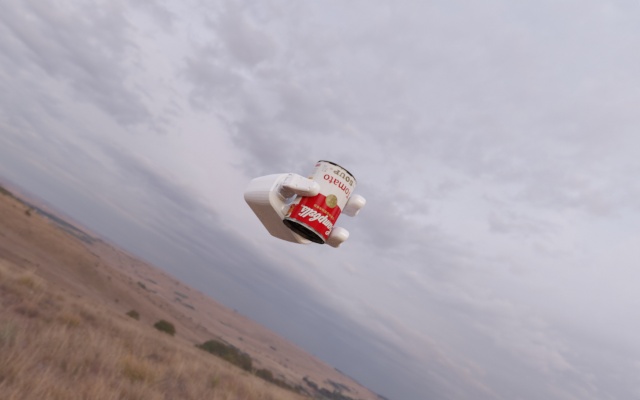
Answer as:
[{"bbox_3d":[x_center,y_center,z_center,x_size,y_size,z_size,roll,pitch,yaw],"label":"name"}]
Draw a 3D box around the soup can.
[{"bbox_3d":[0.000,0.002,0.681,0.068,0.102,0.068,27,-17,9],"label":"soup can"}]
